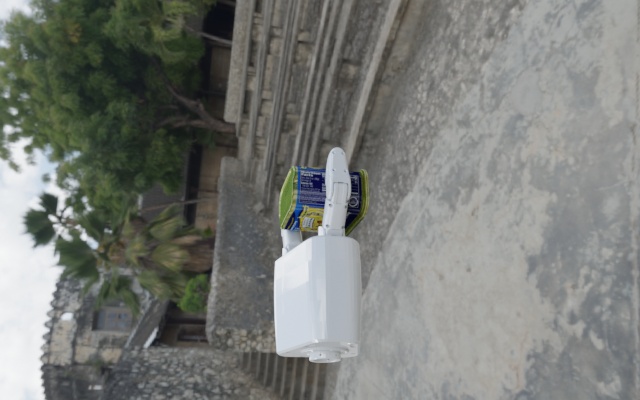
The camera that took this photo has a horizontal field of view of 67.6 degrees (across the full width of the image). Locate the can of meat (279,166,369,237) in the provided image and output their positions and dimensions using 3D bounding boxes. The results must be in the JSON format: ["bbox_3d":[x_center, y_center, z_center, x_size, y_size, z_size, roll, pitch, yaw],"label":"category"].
[{"bbox_3d":[0.000,0.002,0.551,0.084,0.057,0.102,5,-23,-13],"label":"can of meat"}]
